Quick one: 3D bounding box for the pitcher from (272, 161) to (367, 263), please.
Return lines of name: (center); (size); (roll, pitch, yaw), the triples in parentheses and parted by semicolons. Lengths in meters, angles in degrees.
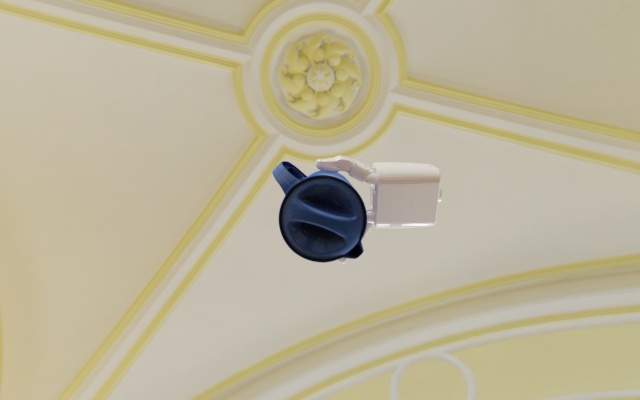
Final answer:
pitcher: (0.000, 0.003, 0.822); (0.145, 0.149, 0.243); (0, 9, 2)
